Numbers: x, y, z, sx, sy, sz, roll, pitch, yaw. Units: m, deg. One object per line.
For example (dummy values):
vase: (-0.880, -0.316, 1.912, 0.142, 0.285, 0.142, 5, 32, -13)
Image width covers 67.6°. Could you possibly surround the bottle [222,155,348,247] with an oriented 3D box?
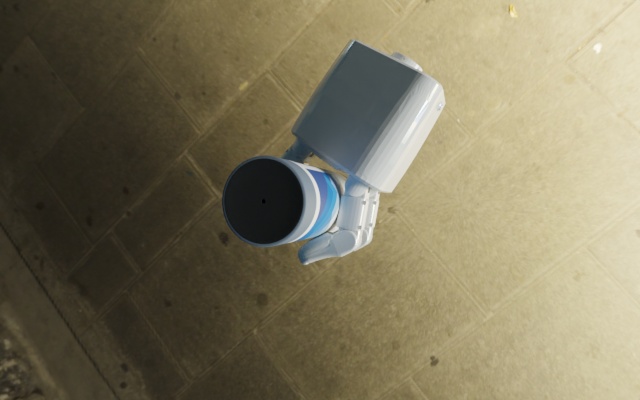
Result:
bottle: (0.000, 0.002, 0.484, 0.069, 0.069, 0.296, 0, 0, 16)
